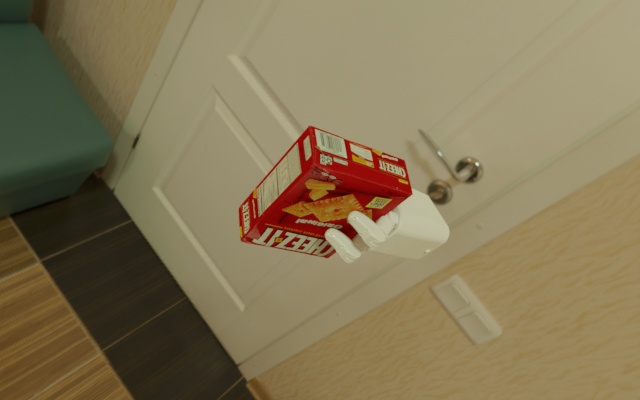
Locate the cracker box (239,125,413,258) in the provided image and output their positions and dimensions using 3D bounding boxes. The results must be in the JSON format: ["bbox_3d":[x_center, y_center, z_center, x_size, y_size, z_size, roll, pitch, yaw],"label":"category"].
[{"bbox_3d":[0.000,0.002,0.696,0.164,0.072,0.214,15,-39,-30],"label":"cracker box"}]
